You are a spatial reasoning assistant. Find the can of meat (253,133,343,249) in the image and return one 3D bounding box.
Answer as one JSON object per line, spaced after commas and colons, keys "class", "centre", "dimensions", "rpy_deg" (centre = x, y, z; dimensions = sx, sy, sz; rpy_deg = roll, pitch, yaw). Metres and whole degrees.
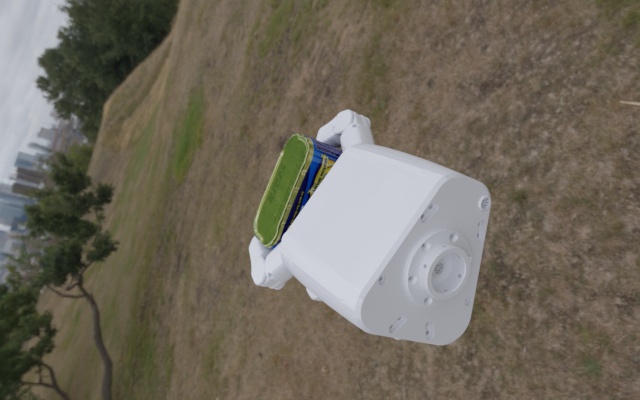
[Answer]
{"class": "can of meat", "centre": [0.000, 0.001, 0.413], "dimensions": [0.084, 0.102, 0.057], "rpy_deg": [18, 9, -30]}
